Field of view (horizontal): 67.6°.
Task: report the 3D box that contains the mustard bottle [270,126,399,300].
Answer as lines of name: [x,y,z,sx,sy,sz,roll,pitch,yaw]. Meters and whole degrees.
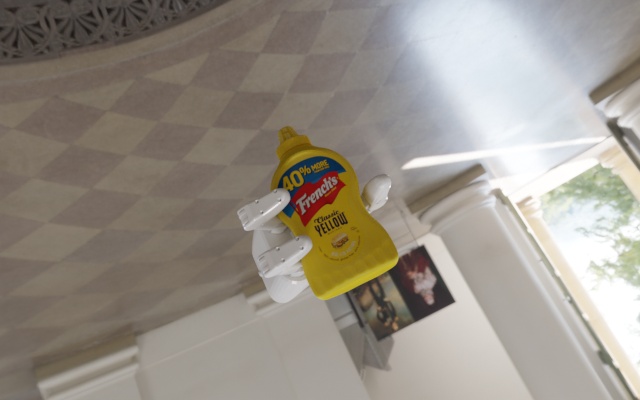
mustard bottle: [0.000,0.002,0.515,0.096,0.191,0.058,-27,-18,1]
